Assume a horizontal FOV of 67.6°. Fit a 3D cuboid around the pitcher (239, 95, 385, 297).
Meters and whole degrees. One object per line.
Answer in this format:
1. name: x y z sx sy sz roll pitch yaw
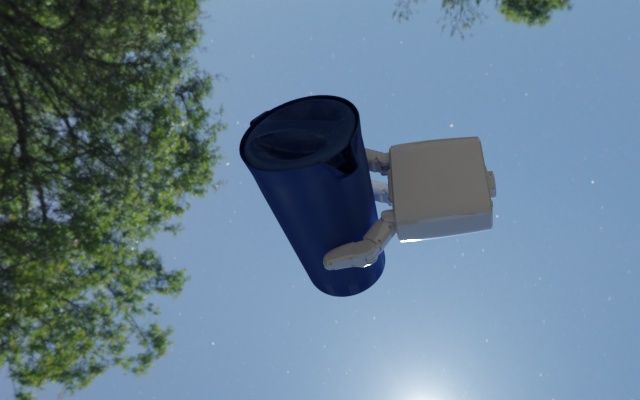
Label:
1. pitcher: 0.000 0.002 0.585 0.145 0.243 0.149 -8 42 13
